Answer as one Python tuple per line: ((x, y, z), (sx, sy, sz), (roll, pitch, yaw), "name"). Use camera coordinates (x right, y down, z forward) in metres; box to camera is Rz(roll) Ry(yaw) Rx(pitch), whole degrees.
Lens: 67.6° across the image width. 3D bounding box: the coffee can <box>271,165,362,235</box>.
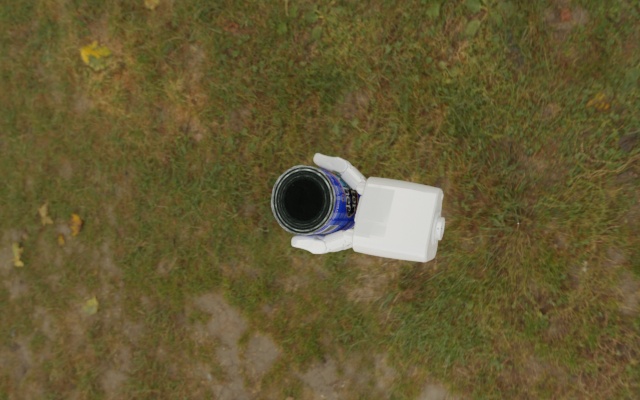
((0.000, 0.002, 0.751), (0.103, 0.103, 0.140), (0, -2, 22), "coffee can")
